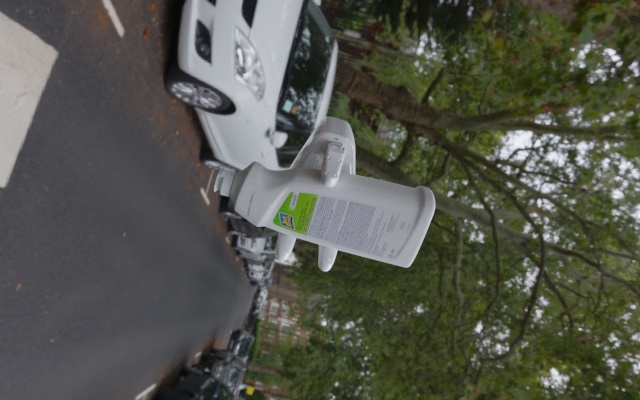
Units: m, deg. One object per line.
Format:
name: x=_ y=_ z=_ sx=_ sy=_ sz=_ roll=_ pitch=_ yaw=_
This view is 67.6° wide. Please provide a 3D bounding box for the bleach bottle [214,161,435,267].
bleach bottle: x=0.000 y=0.002 z=0.573 sx=0.251 sy=0.103 sz=0.068 roll=16 pitch=23 yaw=-4
